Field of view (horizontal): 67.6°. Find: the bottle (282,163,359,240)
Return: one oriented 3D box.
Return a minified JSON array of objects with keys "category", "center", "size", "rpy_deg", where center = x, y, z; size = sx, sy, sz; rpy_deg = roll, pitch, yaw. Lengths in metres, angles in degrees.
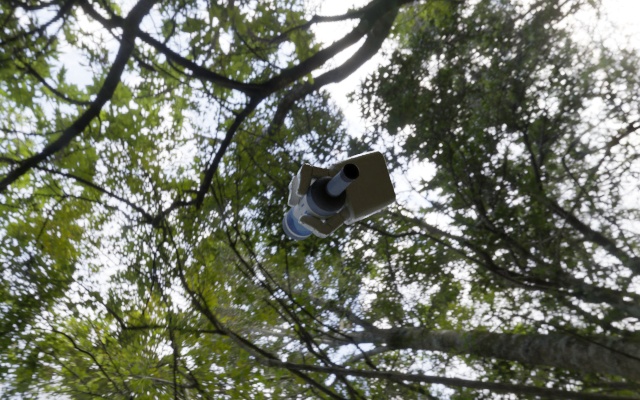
[{"category":"bottle","center":[0.000,0.003,0.866],"size":[0.069,0.069,0.296],"rpy_deg":[0,-19,-20]}]
